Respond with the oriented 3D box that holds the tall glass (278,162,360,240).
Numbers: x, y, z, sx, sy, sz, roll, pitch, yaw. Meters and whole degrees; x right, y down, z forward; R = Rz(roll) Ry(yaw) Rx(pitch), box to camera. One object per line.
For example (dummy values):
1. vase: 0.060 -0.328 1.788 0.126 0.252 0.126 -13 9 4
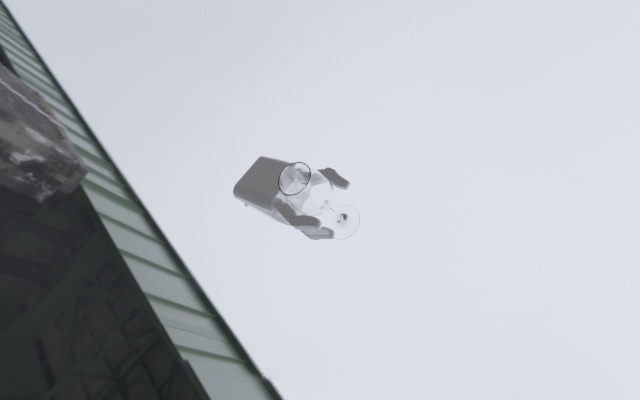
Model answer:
1. tall glass: 0.001 0.003 0.862 0.079 0.079 0.201 0 -23 28
